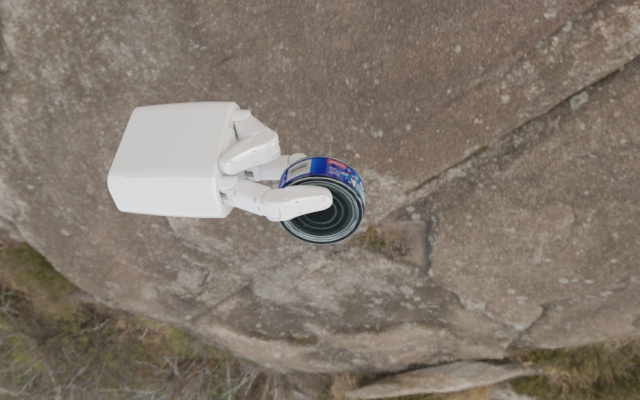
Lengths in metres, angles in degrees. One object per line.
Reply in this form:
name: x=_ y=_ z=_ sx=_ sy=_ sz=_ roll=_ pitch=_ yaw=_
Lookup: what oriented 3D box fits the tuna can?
tuna can: x=0.000 y=0.002 z=0.456 sx=0.086 sy=0.086 sz=0.033 roll=0 pitch=38 yaw=5
